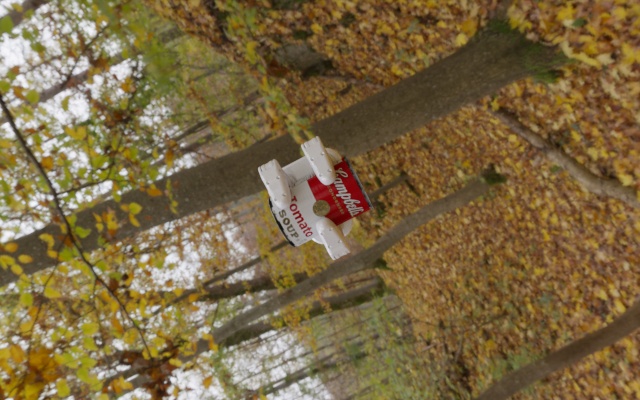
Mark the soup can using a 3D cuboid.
[{"bbox_3d":[0.000,0.002,0.545,0.102,0.068,0.068,-27,-2,4],"label":"soup can"}]
